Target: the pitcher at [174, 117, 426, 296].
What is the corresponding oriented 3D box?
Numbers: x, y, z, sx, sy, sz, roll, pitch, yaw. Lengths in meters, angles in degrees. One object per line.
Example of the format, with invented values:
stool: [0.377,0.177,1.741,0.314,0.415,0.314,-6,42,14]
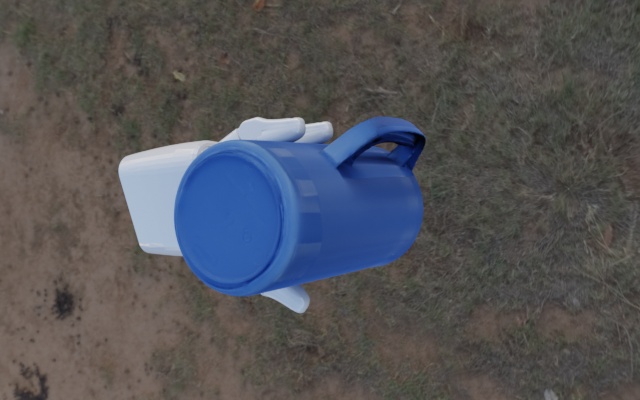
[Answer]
pitcher: [0.000,0.001,0.421,0.145,0.149,0.243,0,1,28]
